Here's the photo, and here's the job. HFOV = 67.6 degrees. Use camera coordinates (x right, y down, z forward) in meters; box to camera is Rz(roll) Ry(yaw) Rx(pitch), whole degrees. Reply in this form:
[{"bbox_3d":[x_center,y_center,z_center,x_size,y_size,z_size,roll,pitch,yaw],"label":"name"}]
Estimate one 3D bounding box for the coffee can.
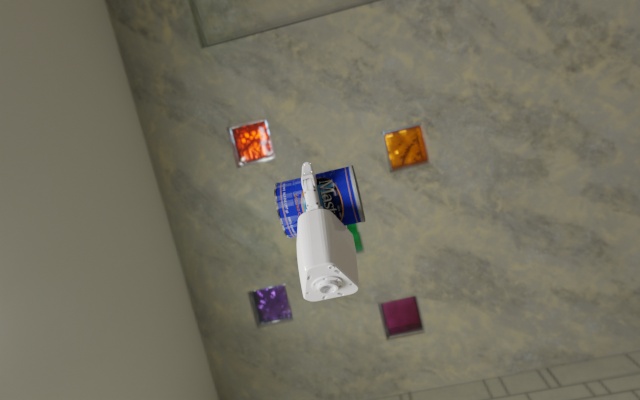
[{"bbox_3d":[0.000,0.003,0.844,0.140,0.103,0.103,-13,-2,6],"label":"coffee can"}]
